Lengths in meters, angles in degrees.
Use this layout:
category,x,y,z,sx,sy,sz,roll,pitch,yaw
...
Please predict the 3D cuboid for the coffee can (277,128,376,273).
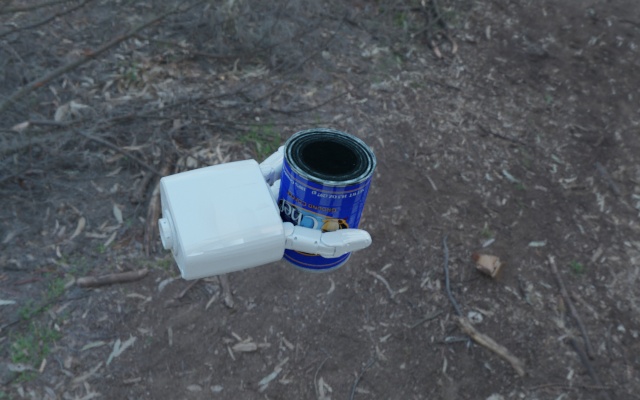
category,x,y,z,sx,sy,sz,roll,pitch,yaw
coffee can,0.000,0.002,0.563,0.103,0.140,0.102,7,41,-6
